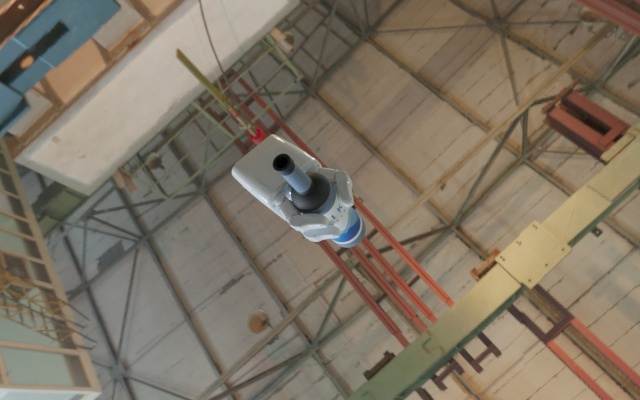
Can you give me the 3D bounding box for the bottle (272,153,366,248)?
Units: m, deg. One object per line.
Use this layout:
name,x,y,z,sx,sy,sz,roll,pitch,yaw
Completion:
bottle,0.000,0.003,0.770,0.069,0.069,0.296,0,-22,23
